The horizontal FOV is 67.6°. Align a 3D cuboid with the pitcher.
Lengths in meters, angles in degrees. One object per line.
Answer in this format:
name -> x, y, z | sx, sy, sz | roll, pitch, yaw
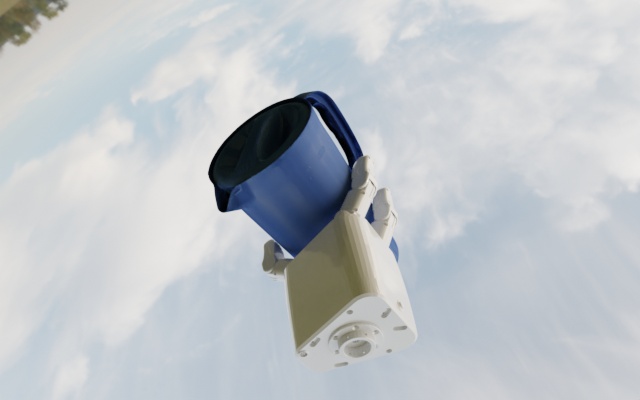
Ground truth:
pitcher -> 0.000, 0.002, 0.566 | 0.149, 0.243, 0.145 | -31, 34, 12
